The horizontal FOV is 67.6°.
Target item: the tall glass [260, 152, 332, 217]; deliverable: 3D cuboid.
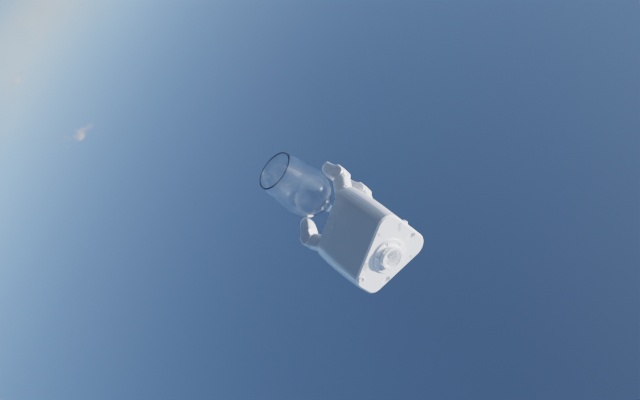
[{"bbox_3d":[0.000,0.003,0.743,0.201,0.079,0.079,34,-21,-35],"label":"tall glass"}]
